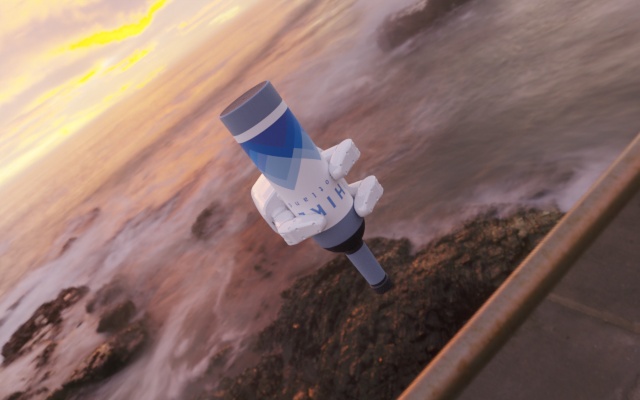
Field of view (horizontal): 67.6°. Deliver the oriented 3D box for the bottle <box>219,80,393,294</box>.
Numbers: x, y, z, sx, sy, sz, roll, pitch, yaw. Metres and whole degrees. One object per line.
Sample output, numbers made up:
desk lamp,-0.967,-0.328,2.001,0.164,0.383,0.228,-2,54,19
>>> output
bottle,0.000,0.002,0.558,0.069,0.296,0.069,-30,23,15
